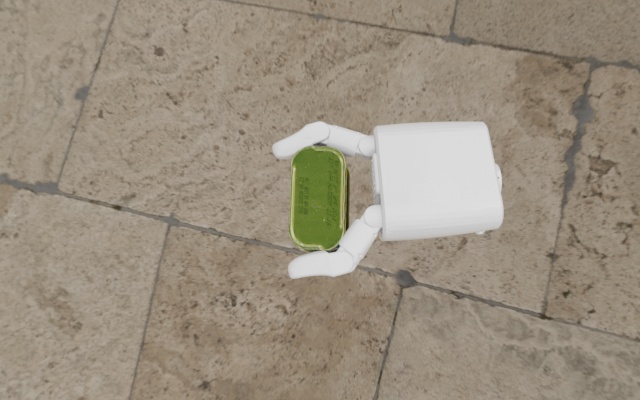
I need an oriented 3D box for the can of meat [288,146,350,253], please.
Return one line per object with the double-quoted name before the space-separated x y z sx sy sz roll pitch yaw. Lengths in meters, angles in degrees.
"can of meat" 0.000 0.001 0.473 0.057 0.102 0.084 1 -6 4
